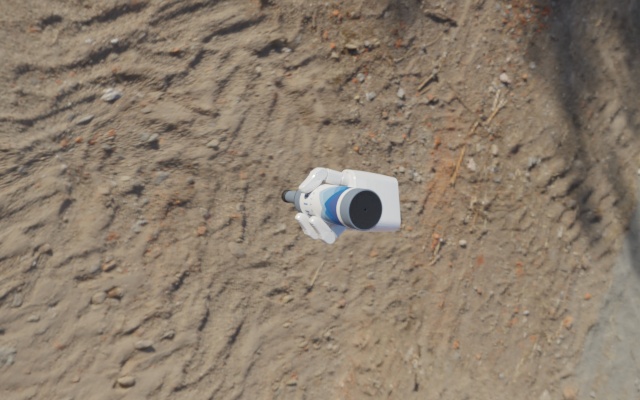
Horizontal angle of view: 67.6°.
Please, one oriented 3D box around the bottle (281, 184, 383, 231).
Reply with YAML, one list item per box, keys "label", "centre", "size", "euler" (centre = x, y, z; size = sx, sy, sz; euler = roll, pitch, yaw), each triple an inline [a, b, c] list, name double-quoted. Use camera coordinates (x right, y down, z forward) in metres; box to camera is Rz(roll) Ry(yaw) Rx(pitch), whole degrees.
- label: "bottle"
  centre: [0.000, 0.003, 0.874]
  size: [0.069, 0.069, 0.295]
  euler: [0, 5, -29]
